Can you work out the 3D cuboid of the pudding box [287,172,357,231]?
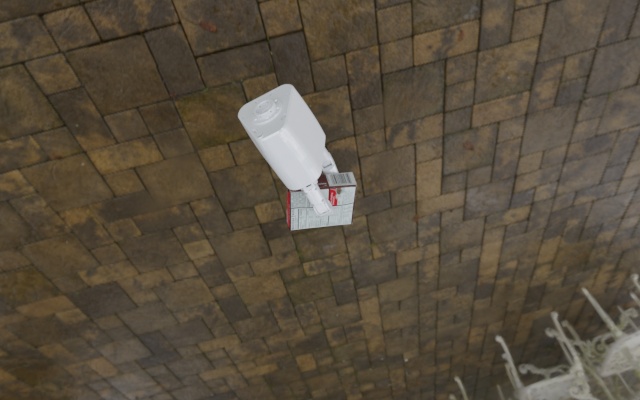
[{"bbox_3d":[0.000,0.003,0.788,0.113,0.090,0.039,-4,43,-9],"label":"pudding box"}]
